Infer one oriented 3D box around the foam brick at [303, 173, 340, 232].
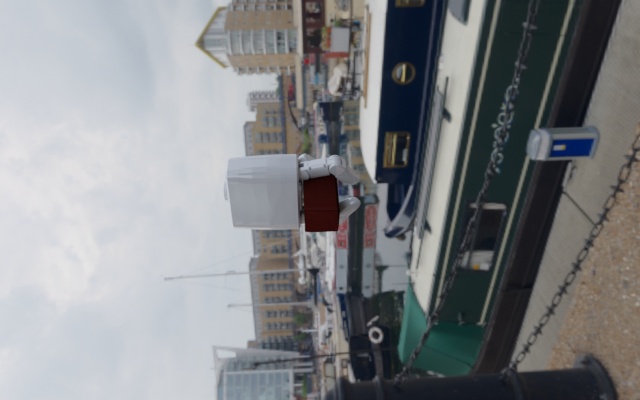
[{"bbox_3d":[0.000,0.002,0.714,0.051,0.078,0.053,-1,-41,-2],"label":"foam brick"}]
